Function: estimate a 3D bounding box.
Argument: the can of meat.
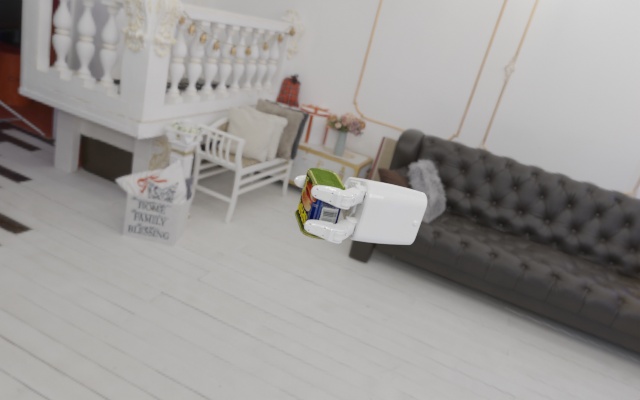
[{"bbox_3d":[0.000,0.002,0.761,0.057,0.084,0.102,10,21,-15],"label":"can of meat"}]
